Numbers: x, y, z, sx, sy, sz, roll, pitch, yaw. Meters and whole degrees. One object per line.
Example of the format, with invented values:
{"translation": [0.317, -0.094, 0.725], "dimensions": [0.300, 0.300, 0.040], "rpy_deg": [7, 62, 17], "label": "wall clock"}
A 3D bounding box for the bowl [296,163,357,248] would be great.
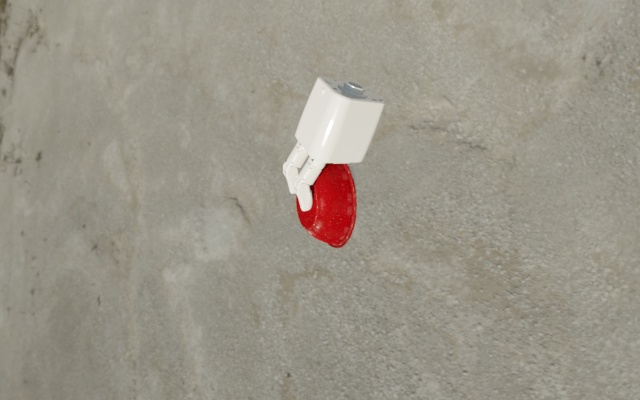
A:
{"translation": [0.000, 0.004, 0.813], "dimensions": [0.055, 0.162, 0.162], "rpy_deg": [-3, 1, -25], "label": "bowl"}
